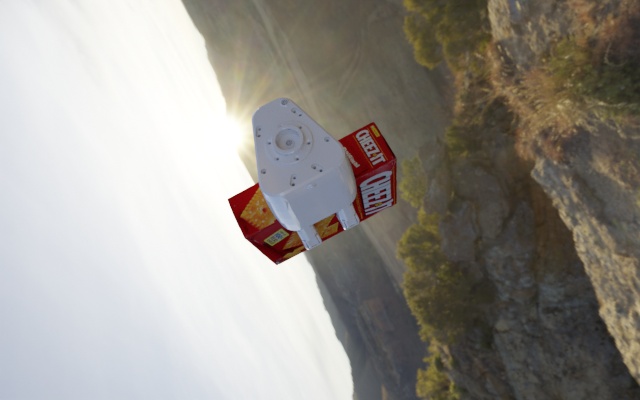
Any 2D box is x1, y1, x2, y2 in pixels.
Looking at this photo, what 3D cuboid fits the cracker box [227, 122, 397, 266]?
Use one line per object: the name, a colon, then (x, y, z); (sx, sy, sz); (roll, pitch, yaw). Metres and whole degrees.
cracker box: (0.000, 0.002, 0.667); (0.213, 0.072, 0.164); (-27, -22, -2)
